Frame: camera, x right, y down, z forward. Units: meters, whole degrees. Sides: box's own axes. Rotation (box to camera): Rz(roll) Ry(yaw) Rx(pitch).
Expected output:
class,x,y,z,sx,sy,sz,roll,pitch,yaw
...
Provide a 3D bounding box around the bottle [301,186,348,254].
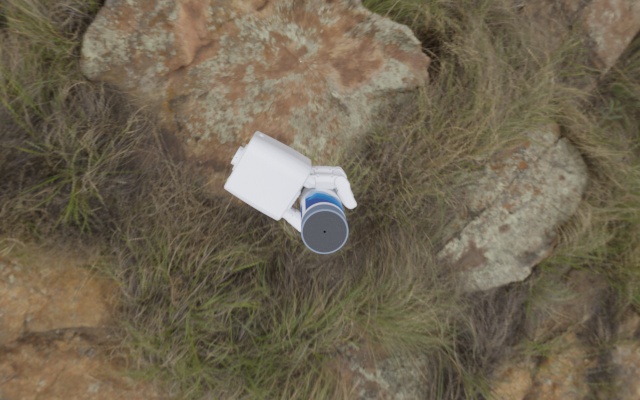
class,x,y,z,sx,sy,sz,roll,pitch,yaw
bottle,0.000,0.003,0.803,0.069,0.069,0.295,0,16,-2
